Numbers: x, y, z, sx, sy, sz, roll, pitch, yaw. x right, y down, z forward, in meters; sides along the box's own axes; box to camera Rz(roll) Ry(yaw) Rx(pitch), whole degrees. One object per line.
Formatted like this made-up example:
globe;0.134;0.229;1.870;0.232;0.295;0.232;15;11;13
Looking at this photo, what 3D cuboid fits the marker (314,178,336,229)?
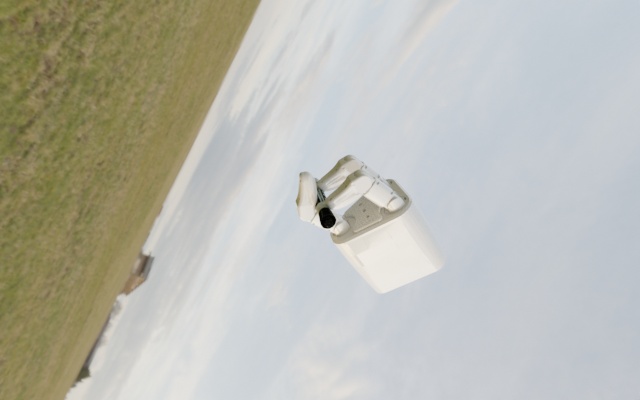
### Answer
marker;0.000;0.002;0.586;0.020;0.020;0.121;0;24;-10
